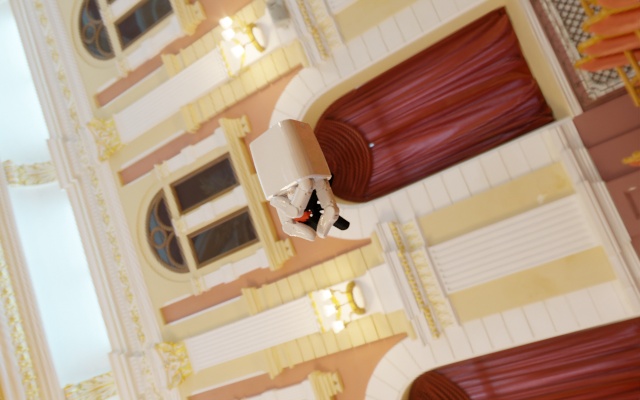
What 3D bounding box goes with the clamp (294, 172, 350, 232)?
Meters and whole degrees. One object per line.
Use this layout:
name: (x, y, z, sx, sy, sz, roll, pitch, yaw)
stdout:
clamp: (0.000, 0.003, 0.881, 0.039, 0.120, 0.171, -24, -9, 24)
